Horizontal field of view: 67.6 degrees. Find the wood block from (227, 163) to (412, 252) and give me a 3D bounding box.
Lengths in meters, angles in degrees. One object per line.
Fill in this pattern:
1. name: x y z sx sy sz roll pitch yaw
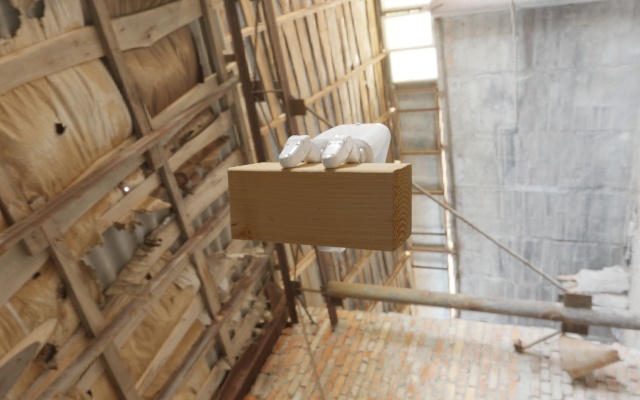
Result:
1. wood block: 0.000 0.002 0.582 0.206 0.091 0.090 2 10 24
